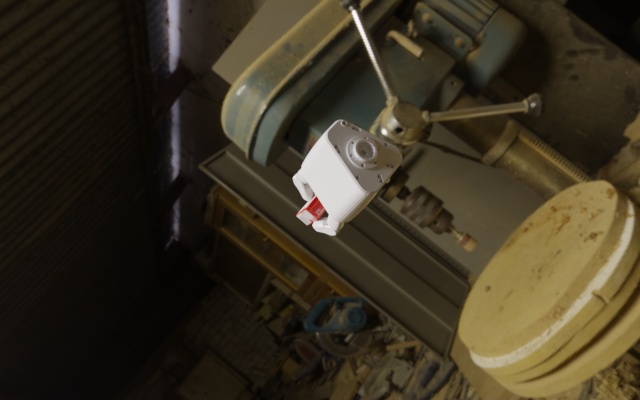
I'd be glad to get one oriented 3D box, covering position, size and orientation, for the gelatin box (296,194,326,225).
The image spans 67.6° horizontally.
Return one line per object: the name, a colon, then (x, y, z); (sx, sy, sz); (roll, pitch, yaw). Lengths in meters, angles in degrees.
gelatin box: (0.000, 0.002, 0.800); (0.030, 0.073, 0.089); (42, -16, -3)
